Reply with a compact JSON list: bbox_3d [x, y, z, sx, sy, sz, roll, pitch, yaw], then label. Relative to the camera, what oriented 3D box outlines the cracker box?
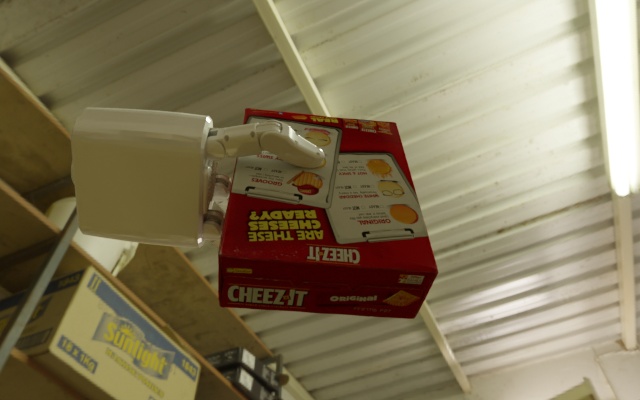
[{"bbox_3d":[0.000,0.001,0.443,0.164,0.072,0.213,5,40,-6],"label":"cracker box"}]
